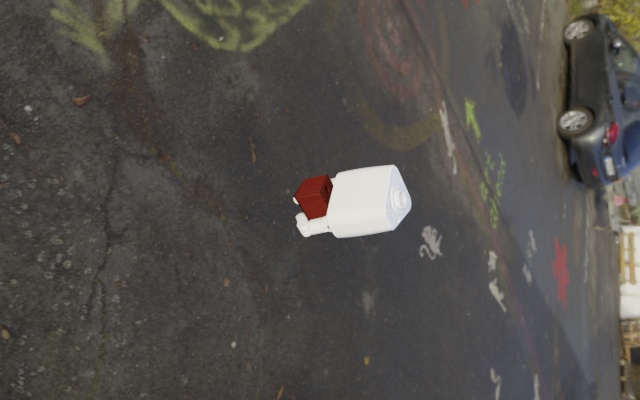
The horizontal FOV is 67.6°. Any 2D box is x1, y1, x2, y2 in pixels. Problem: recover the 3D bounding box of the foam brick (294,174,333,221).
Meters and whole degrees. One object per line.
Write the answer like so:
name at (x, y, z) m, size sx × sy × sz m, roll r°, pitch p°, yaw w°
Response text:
foam brick at (0.000, 0.003, 0.827) m, size 0.051 × 0.078 × 0.053 m, roll -11°, pitch 34°, yaw 30°
